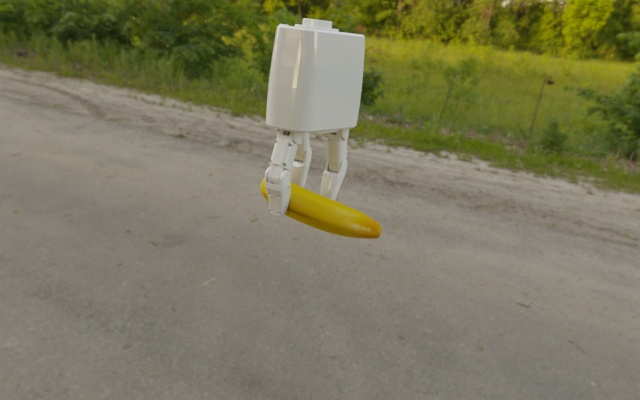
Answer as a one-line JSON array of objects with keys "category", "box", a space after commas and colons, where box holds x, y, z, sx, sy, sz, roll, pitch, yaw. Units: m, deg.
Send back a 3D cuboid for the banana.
[{"category": "banana", "box": [-0.016, 0.002, 0.571, 0.069, 0.037, 0.197, -6, 22, -40]}]
